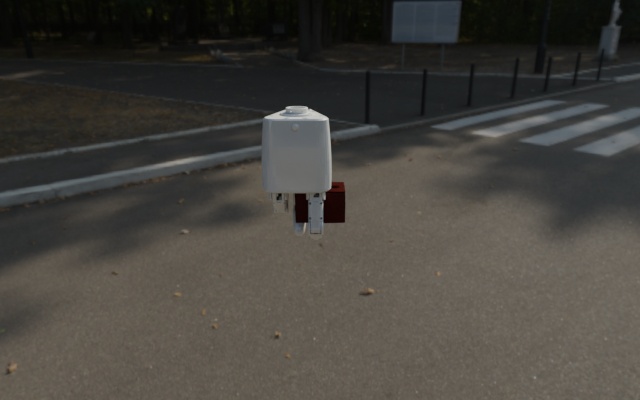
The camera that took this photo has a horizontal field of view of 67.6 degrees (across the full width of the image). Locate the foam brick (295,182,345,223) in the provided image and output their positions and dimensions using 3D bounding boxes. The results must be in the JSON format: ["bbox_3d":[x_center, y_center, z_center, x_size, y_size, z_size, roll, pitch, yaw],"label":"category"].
[{"bbox_3d":[0.000,0.002,0.735,0.078,0.051,0.053,0,18,0],"label":"foam brick"}]
